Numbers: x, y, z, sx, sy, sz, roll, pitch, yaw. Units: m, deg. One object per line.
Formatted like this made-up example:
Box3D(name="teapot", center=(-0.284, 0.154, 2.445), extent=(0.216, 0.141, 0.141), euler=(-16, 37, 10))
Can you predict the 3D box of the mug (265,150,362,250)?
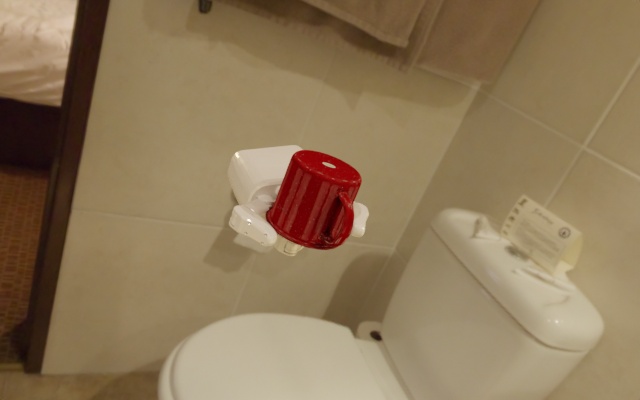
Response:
Box3D(name="mug", center=(0.001, 0.002, 0.521), extent=(0.093, 0.081, 0.117), euler=(7, 26, -32))
